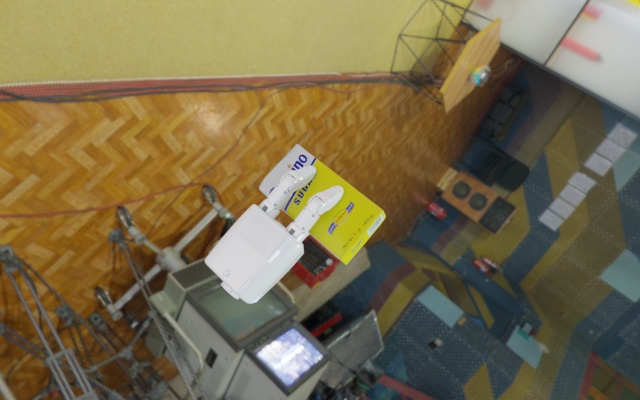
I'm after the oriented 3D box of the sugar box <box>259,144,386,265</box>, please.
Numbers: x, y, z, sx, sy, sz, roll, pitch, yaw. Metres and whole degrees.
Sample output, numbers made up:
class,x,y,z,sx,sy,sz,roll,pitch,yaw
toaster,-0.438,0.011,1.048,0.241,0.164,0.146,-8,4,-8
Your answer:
class,x,y,z,sx,sy,sz,roll,pitch,yaw
sugar box,0.000,0.002,0.706,0.176,0.093,0.048,39,-7,21
